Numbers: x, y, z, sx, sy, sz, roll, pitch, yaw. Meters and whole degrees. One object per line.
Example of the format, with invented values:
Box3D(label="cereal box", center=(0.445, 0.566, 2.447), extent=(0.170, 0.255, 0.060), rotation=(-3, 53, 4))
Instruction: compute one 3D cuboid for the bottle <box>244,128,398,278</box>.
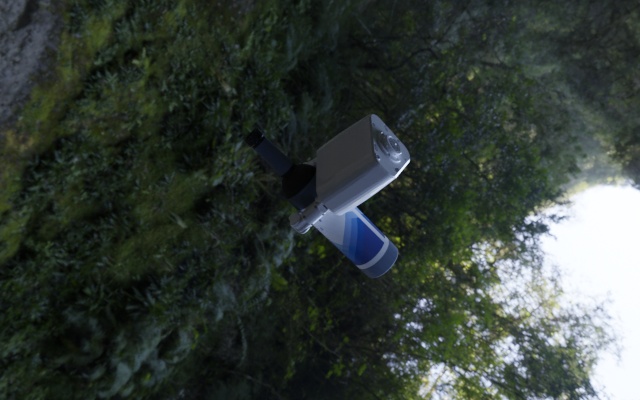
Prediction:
Box3D(label="bottle", center=(0.000, 0.003, 0.730), extent=(0.296, 0.069, 0.069), rotation=(44, -17, -18))
